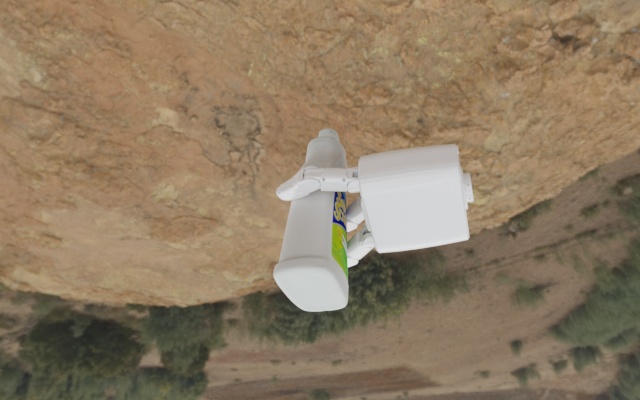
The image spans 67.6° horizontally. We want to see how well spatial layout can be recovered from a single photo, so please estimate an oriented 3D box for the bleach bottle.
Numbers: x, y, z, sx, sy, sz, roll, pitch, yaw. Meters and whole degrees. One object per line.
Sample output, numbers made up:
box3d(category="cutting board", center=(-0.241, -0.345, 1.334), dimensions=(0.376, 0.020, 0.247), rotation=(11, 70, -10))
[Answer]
box3d(category="bleach bottle", center=(0.000, 0.002, 0.589), dimensions=(0.068, 0.250, 0.103), rotation=(-8, -40, 16))
